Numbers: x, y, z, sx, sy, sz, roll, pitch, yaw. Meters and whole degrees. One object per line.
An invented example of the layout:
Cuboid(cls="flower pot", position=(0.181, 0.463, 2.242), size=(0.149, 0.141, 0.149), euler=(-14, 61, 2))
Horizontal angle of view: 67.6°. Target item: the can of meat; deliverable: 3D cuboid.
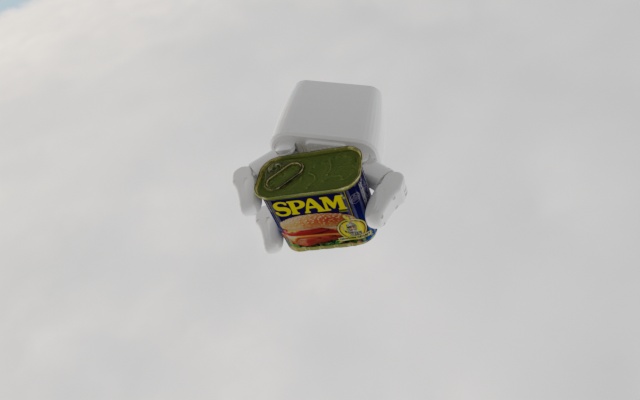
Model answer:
Cuboid(cls="can of meat", position=(0.000, 0.002, 0.461), size=(0.102, 0.057, 0.084), euler=(-7, -45, 17))
